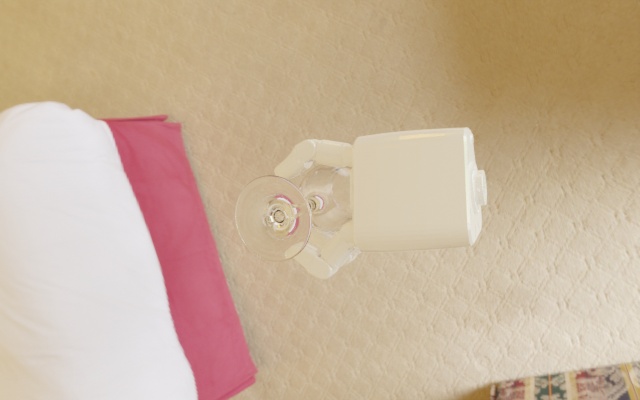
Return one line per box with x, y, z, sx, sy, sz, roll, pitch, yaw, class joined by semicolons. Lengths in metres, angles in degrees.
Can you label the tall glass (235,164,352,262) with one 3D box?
0.000;0.002;0.492;0.079;0.079;0.201;0;8;24;tall glass
